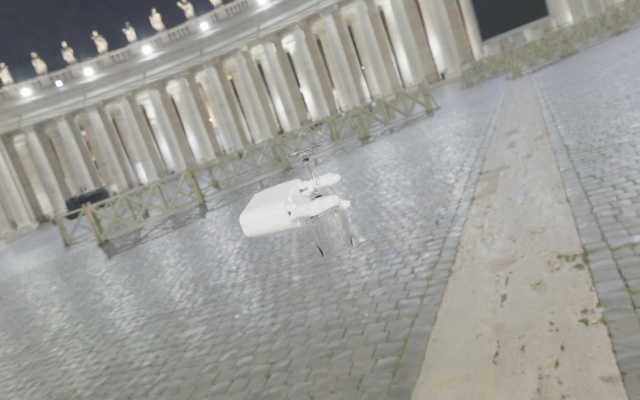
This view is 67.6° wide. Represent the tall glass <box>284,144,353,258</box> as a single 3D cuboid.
[{"bbox_3d":[0.000,0.002,0.881,0.079,0.201,0.079,-19,8,3],"label":"tall glass"}]
